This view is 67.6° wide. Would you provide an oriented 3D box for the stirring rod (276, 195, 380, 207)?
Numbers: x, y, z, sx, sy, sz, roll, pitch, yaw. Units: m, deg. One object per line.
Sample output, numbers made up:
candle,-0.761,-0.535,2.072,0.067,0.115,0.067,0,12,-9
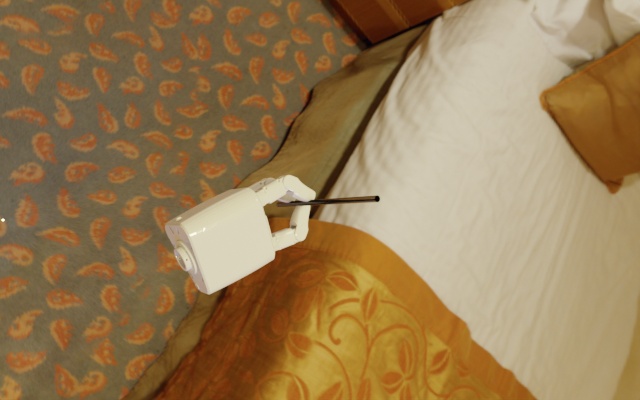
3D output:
stirring rod,0.000,0.002,0.659,0.011,0.011,0.239,0,-2,-34
